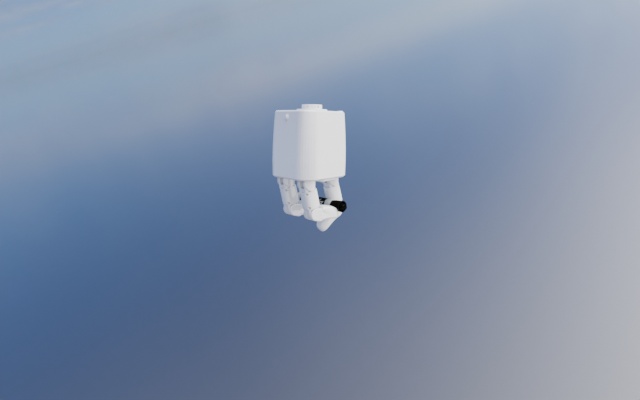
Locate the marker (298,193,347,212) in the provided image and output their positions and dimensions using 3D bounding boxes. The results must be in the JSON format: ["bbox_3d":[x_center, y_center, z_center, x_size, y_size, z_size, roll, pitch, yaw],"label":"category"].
[{"bbox_3d":[0.000,0.003,0.808,0.020,0.020,0.121,0,7,-41],"label":"marker"}]
